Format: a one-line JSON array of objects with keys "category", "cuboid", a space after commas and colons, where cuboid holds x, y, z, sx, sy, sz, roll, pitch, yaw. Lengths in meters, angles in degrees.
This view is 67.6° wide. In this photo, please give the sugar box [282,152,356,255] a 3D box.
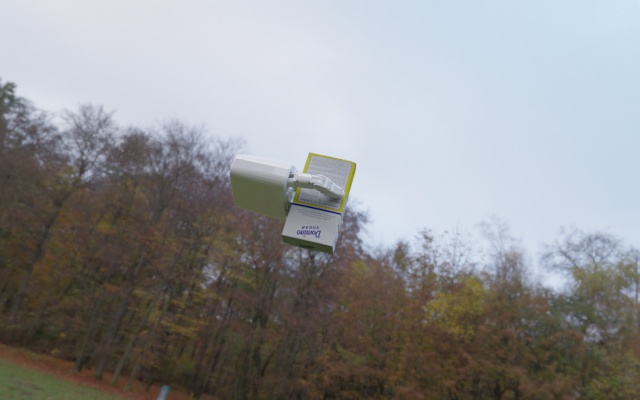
[{"category": "sugar box", "cuboid": [0.000, 0.003, 0.860, 0.093, 0.176, 0.048, 13, -24, 10]}]
